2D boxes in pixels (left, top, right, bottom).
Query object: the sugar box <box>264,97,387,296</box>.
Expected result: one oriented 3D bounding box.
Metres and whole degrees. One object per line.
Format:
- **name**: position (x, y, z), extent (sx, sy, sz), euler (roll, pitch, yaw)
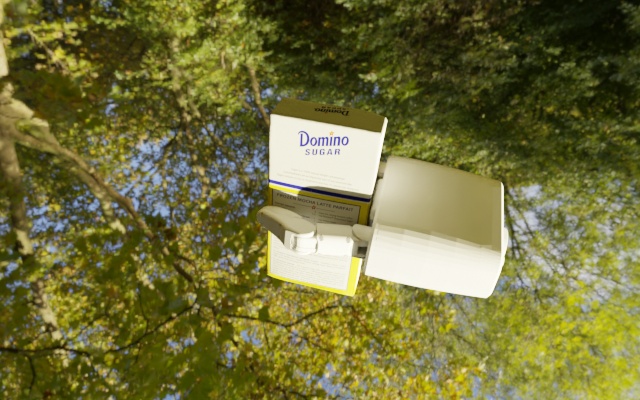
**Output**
- **sugar box**: position (0.000, 0.001, 0.433), extent (0.093, 0.176, 0.048), euler (12, 33, 7)
